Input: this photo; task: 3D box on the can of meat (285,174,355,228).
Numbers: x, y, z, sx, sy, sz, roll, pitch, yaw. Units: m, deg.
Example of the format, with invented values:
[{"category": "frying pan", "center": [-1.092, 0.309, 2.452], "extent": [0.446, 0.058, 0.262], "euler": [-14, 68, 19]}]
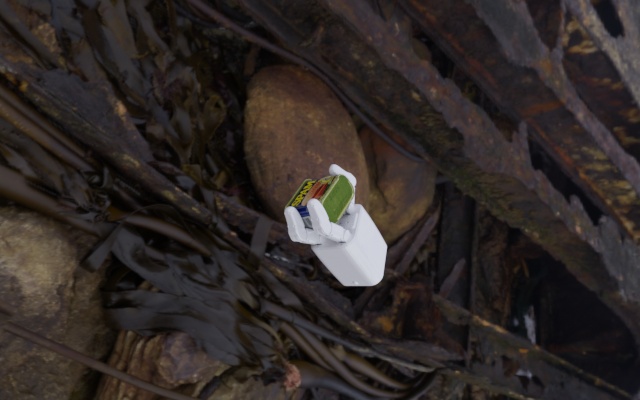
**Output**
[{"category": "can of meat", "center": [0.000, 0.003, 0.826], "extent": [0.084, 0.057, 0.102], "euler": [-10, 34, 42]}]
